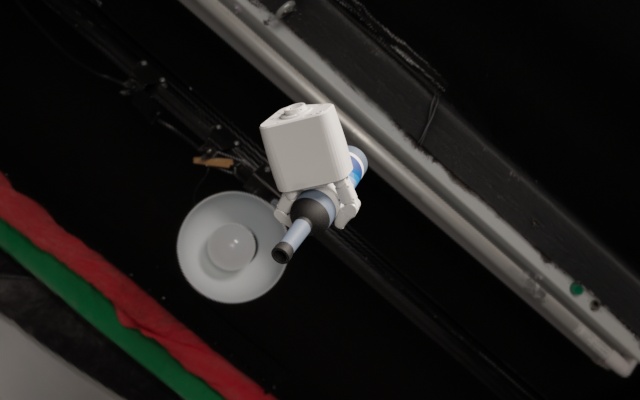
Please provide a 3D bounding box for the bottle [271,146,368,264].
[{"bbox_3d":[0.000,0.002,0.758,0.069,0.069,0.295,0,30,25],"label":"bottle"}]
